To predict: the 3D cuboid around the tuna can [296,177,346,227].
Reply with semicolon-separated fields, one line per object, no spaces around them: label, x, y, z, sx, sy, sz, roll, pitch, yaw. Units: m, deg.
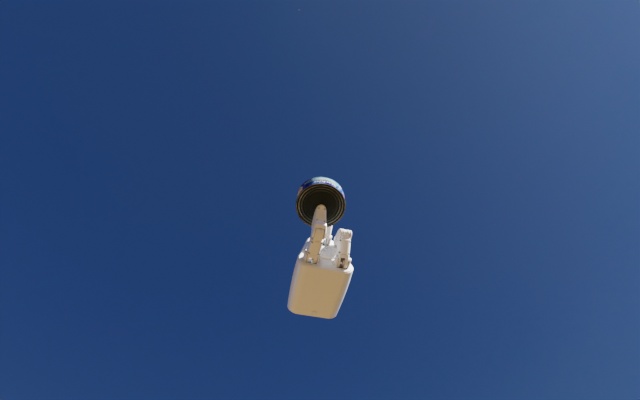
tuna can;0.000;0.002;0.826;0.086;0.086;0.033;0;27;-1
